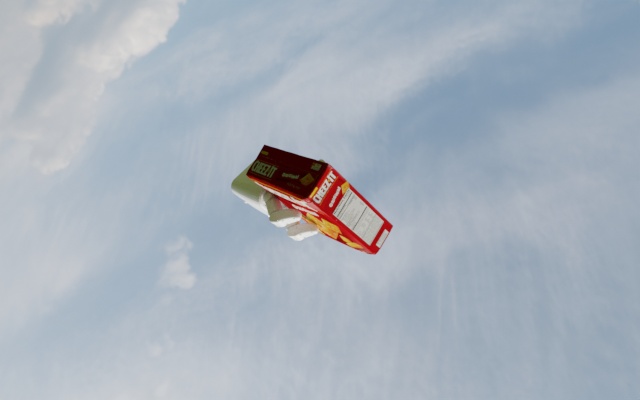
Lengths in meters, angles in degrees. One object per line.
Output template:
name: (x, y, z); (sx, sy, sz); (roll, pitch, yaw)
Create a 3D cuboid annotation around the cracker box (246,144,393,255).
cracker box: (0.000, 0.003, 0.813); (0.164, 0.072, 0.214); (20, -14, 45)
